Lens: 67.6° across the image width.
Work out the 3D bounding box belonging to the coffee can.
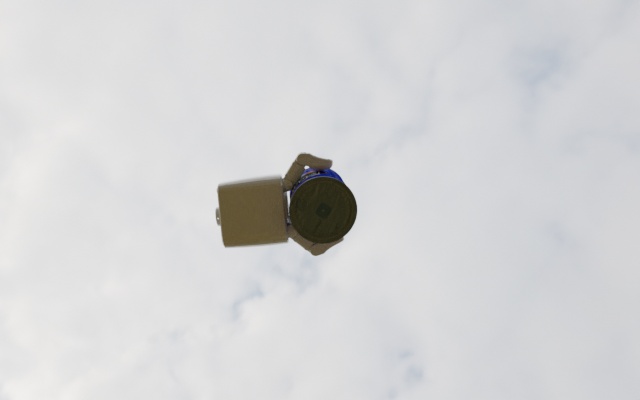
[{"bbox_3d":[0.000,0.002,0.778,0.103,0.103,0.140,0,11,-3],"label":"coffee can"}]
